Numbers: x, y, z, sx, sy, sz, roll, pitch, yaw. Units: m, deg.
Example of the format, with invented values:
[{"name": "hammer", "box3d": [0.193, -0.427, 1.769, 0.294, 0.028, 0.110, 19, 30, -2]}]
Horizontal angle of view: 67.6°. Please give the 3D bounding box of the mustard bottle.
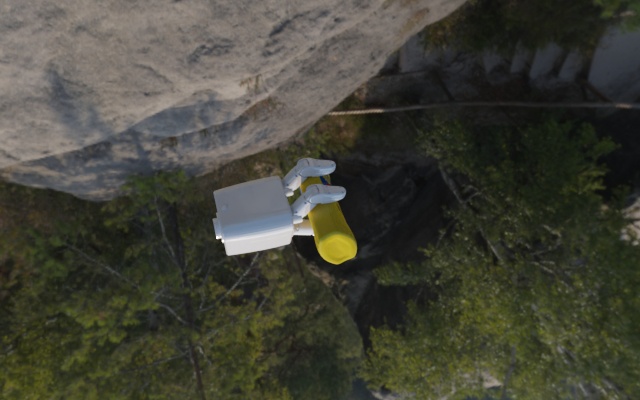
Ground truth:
[{"name": "mustard bottle", "box3d": [0.001, 0.003, 0.772, 0.058, 0.191, 0.096, -26, -36, 7]}]
